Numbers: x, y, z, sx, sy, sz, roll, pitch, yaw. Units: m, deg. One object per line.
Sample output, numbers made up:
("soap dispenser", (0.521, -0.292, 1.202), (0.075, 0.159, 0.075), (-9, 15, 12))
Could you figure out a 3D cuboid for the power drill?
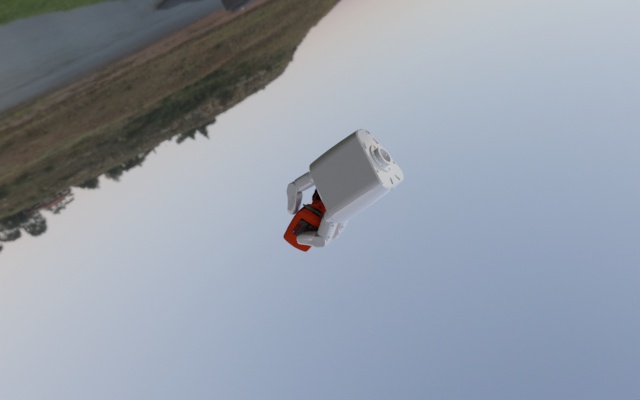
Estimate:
("power drill", (0.000, 0.003, 0.886), (0.057, 0.187, 0.184), (31, -40, -1))
